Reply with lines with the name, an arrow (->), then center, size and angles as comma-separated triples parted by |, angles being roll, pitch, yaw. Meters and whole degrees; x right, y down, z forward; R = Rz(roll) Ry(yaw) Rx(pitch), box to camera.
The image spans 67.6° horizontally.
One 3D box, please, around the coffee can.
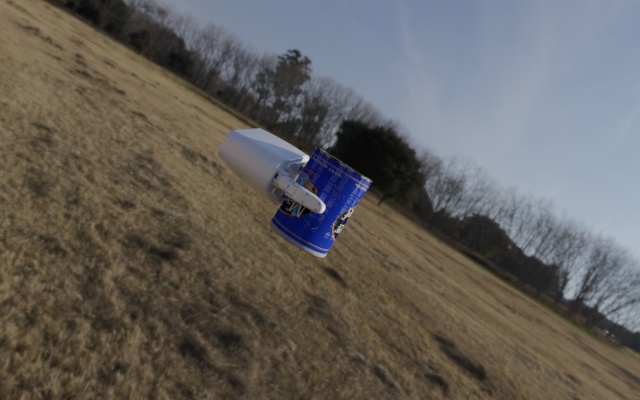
coffee can -> 0.000, 0.003, 0.741 | 0.103, 0.140, 0.103 | 32, 6, -3
